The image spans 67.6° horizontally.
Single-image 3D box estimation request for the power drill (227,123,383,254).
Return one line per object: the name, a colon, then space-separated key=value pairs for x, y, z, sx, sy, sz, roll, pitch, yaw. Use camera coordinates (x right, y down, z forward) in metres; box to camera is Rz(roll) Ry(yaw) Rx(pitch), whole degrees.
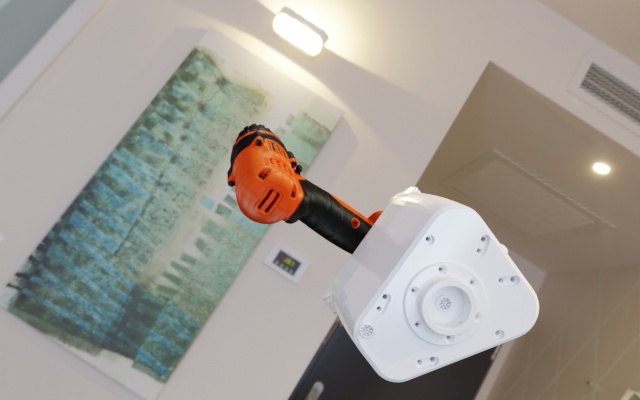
power drill: x=0.001 y=0.002 z=0.446 sx=0.188 sy=0.057 sz=0.184 roll=30 pitch=15 yaw=-20
